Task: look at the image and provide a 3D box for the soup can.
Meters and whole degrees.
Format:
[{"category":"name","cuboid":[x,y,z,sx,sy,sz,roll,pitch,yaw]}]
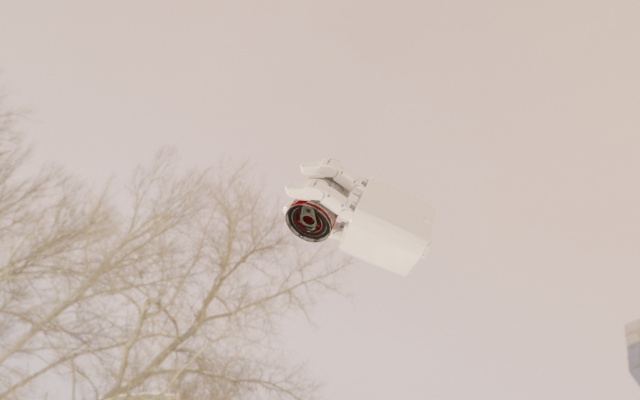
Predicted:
[{"category":"soup can","cuboid":[0.000,0.002,0.694,0.068,0.068,0.102,0,37,26]}]
